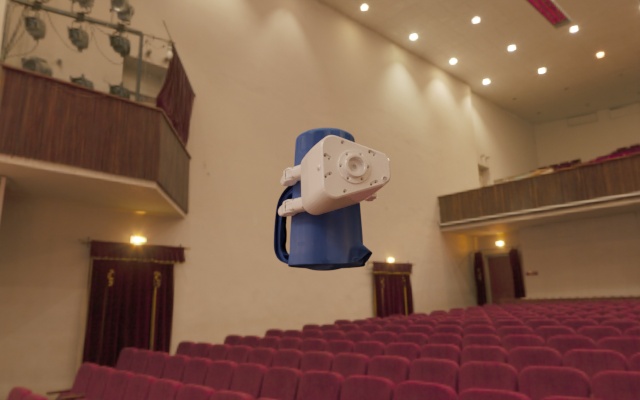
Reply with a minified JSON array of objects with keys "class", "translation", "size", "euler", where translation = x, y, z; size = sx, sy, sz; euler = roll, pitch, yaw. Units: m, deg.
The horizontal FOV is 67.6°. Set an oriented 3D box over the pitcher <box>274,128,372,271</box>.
[{"class":"pitcher","translation":[0.000,0.003,0.848],"size":[0.149,0.242,0.145],"euler":[2,-12,-14]}]
